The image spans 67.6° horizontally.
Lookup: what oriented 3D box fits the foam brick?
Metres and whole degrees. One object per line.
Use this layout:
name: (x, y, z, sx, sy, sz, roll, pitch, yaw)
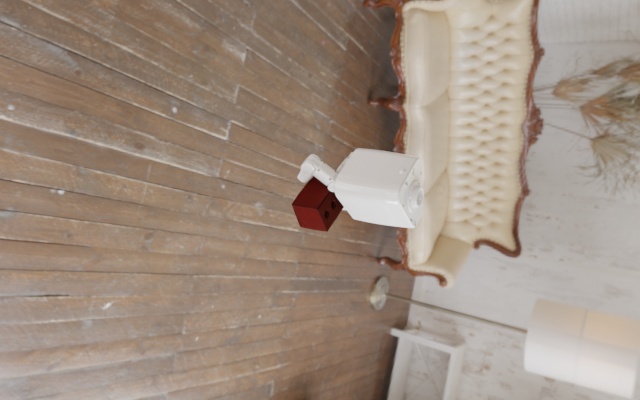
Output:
foam brick: (0.000, 0.003, 0.760, 0.051, 0.053, 0.078, 11, 50, 31)
